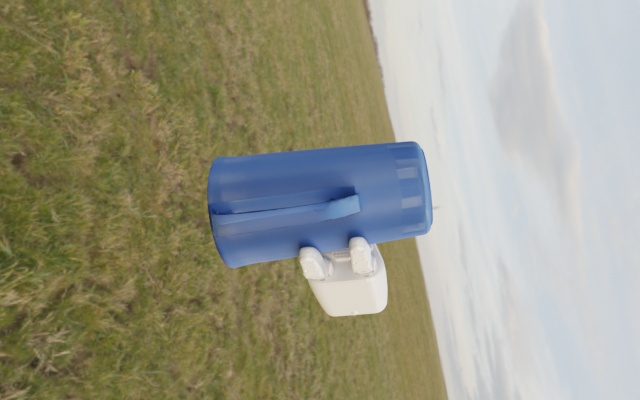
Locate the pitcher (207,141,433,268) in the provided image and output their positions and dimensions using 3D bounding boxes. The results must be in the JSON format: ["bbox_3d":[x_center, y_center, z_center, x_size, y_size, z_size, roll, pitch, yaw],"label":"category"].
[{"bbox_3d":[0.000,0.002,0.546,0.243,0.149,0.145,-8,-40,7],"label":"pitcher"}]
